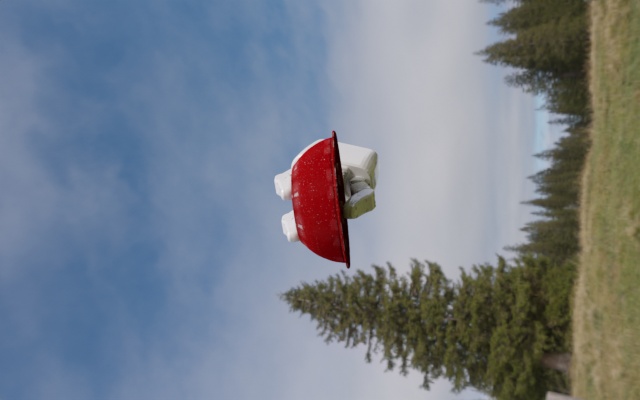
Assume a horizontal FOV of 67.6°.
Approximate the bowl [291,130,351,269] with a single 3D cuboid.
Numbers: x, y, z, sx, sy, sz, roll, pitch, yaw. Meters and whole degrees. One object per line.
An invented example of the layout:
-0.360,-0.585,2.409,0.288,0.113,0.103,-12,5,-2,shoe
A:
0.000,0.002,0.559,0.055,0.162,0.162,-6,-1,5,bowl
